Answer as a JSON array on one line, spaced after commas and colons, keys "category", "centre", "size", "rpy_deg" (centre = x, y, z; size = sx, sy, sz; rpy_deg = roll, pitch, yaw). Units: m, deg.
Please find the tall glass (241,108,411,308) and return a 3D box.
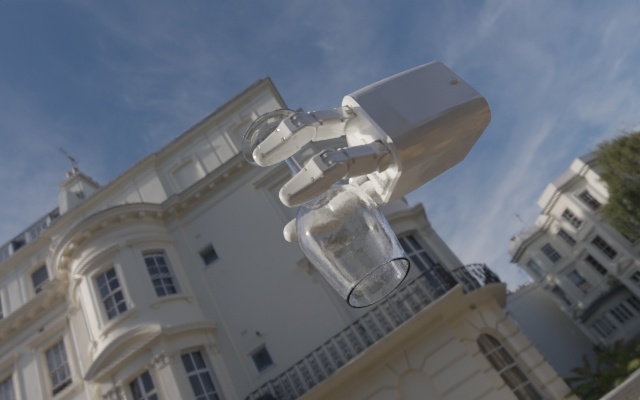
[{"category": "tall glass", "centre": [0.000, 0.001, 0.444], "size": [0.079, 0.079, 0.201], "rpy_deg": [0, 42, -41]}]
